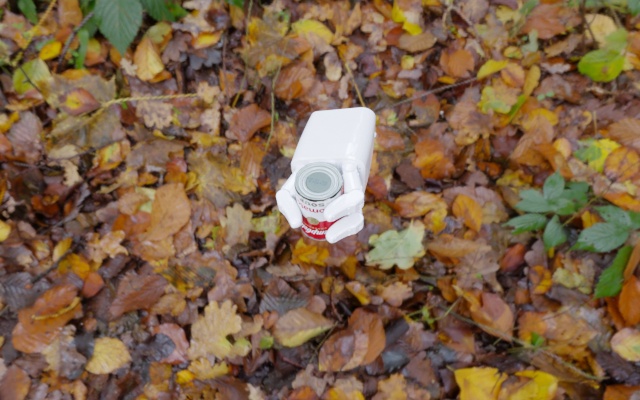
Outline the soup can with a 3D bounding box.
[{"bbox_3d":[0.000,0.002,0.678,0.068,0.068,0.102,0,-35,4],"label":"soup can"}]
